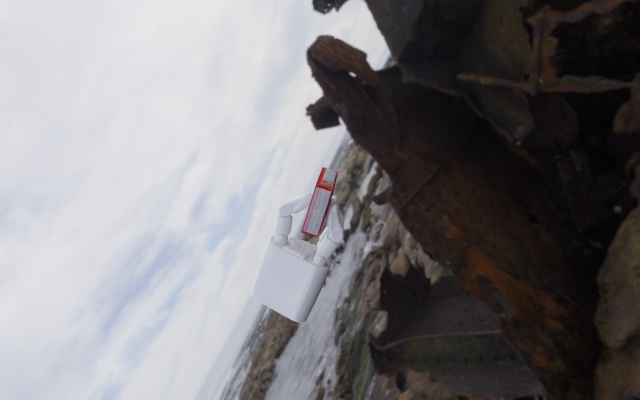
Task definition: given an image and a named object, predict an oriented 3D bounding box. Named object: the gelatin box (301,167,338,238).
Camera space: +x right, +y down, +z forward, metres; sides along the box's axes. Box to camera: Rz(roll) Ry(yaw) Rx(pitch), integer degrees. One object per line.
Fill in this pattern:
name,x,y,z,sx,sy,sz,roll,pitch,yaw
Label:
gelatin box,0.000,0.002,0.751,0.030,0.089,0.073,17,28,1
